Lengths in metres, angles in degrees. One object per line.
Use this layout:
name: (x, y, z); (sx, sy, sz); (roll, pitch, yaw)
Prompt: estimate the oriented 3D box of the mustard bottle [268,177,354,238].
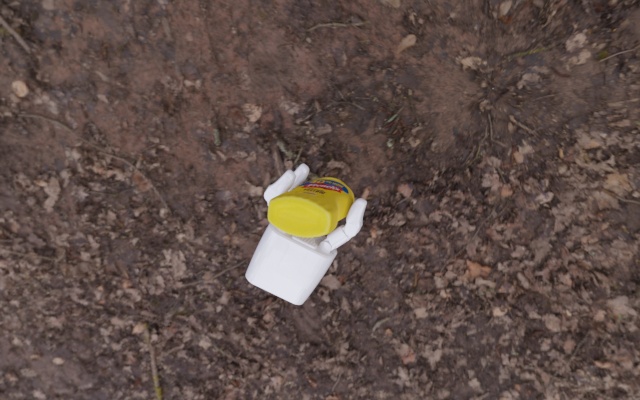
mustard bottle: (0.000, 0.002, 0.737); (0.096, 0.058, 0.191); (10, 16, 18)
